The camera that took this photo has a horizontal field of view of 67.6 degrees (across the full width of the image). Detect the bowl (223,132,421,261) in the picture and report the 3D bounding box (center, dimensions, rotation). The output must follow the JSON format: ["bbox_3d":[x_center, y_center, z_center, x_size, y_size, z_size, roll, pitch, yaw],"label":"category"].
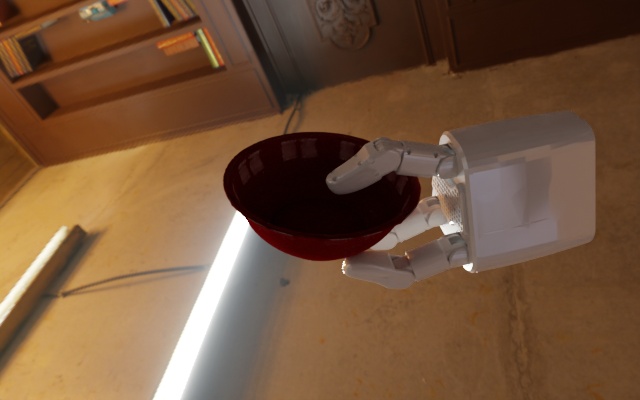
[{"bbox_3d":[-0.001,0.002,0.408,0.162,0.055,0.162,3,35,-2],"label":"bowl"}]
